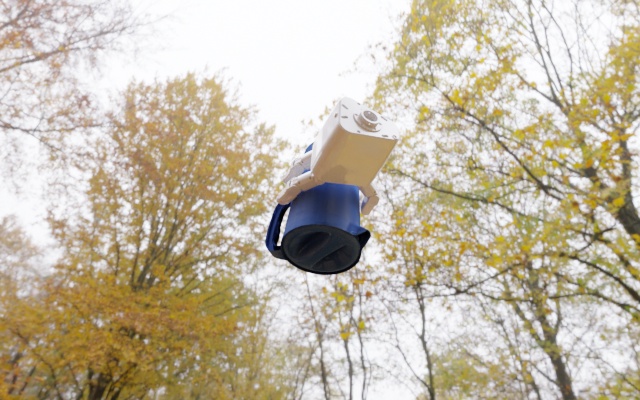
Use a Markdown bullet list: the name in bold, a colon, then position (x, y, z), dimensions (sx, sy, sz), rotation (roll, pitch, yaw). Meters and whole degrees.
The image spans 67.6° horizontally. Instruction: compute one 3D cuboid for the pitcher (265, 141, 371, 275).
- **pitcher**: position (0.000, 0.003, 0.855), dimensions (0.149, 0.242, 0.145), rotation (18, -45, -12)
